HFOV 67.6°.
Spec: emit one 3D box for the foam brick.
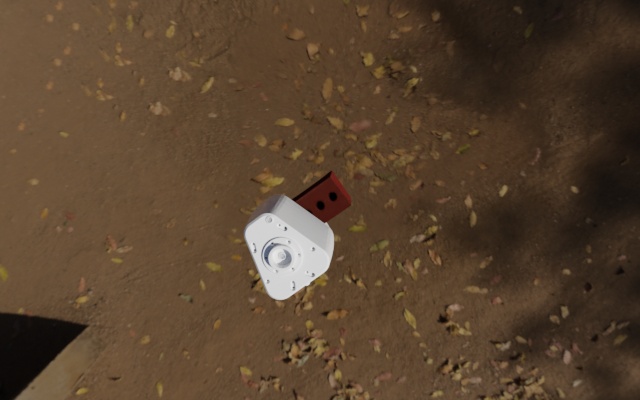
[{"bbox_3d":[0.000,0.002,0.698,0.078,0.053,0.051,-36,8,9],"label":"foam brick"}]
